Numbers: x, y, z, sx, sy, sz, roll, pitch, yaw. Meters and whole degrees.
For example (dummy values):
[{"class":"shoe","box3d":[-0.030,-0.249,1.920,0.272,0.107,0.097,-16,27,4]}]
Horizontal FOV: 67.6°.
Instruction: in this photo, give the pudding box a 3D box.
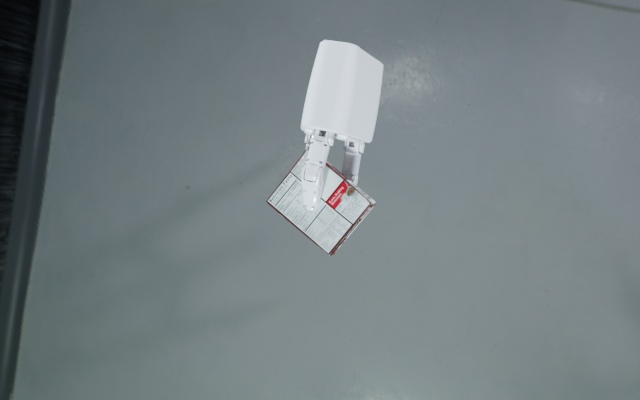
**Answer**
[{"class":"pudding box","box3d":[0.000,0.002,0.616,0.113,0.090,0.039,41,9,10]}]
